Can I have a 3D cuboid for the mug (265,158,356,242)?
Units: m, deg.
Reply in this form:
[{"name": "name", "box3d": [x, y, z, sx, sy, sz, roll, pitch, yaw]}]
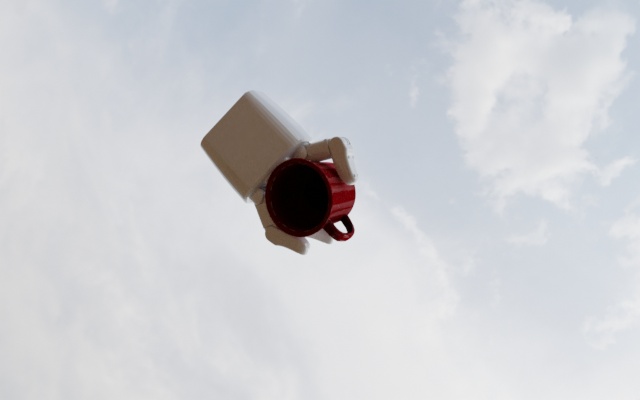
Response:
[{"name": "mug", "box3d": [0.001, 0.003, 0.588, 0.093, 0.117, 0.081, -50, -18, 24]}]
